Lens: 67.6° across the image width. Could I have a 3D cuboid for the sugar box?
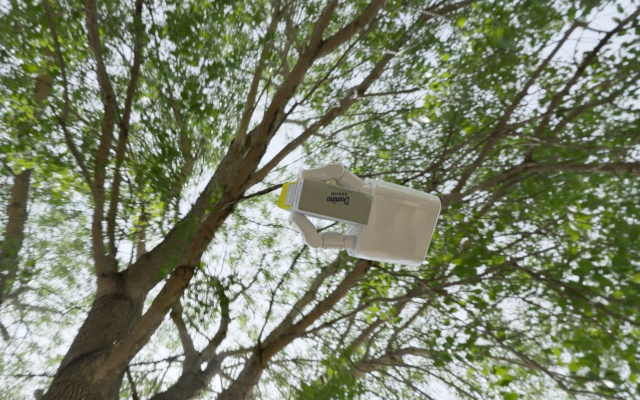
[{"bbox_3d":[0.000,0.002,0.660,0.093,0.048,0.176,13,-6,-13],"label":"sugar box"}]
